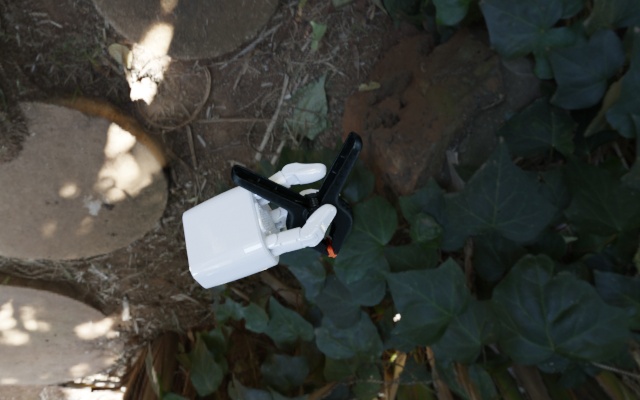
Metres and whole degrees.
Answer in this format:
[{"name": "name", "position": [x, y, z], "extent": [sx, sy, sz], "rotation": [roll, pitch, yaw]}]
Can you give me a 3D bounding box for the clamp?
[{"name": "clamp", "position": [0.000, 0.003, 0.637], "extent": [0.164, 0.036, 0.210], "rotation": [-19, -45, 10]}]
